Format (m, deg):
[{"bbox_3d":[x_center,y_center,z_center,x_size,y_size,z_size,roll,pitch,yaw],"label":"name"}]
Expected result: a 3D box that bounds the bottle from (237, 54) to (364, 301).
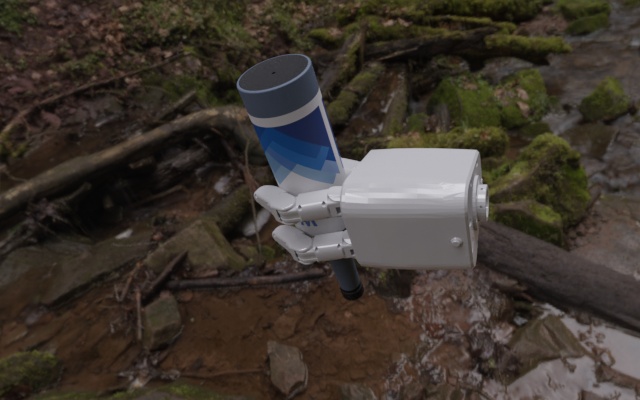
[{"bbox_3d":[0.000,0.001,0.492,0.069,0.296,0.069,-12,38,10],"label":"bottle"}]
